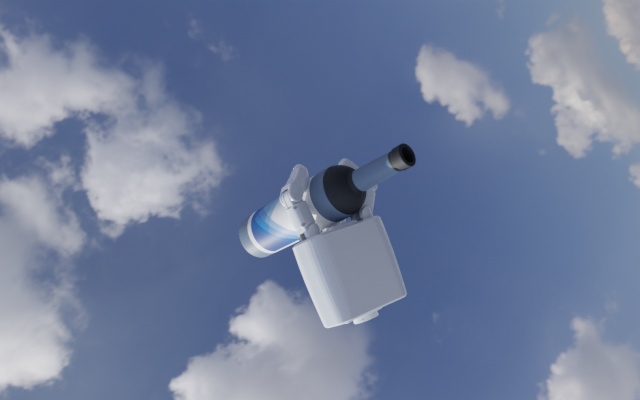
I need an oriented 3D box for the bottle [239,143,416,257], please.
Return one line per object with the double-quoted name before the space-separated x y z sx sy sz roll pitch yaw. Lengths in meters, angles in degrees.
"bottle" 0.000 0.002 0.613 0.069 0.069 0.296 0 -20 -43
